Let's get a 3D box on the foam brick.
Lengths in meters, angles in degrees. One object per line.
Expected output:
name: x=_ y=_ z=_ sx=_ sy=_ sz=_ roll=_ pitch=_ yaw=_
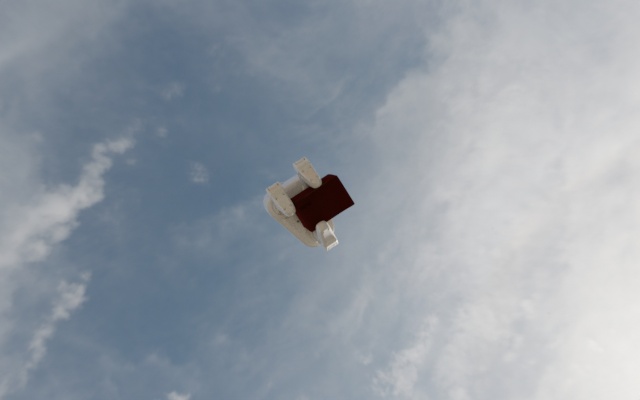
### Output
foam brick: x=0.000 y=0.002 z=0.713 sx=0.078 sy=0.053 sz=0.051 roll=-32 pitch=12 yaw=-8
